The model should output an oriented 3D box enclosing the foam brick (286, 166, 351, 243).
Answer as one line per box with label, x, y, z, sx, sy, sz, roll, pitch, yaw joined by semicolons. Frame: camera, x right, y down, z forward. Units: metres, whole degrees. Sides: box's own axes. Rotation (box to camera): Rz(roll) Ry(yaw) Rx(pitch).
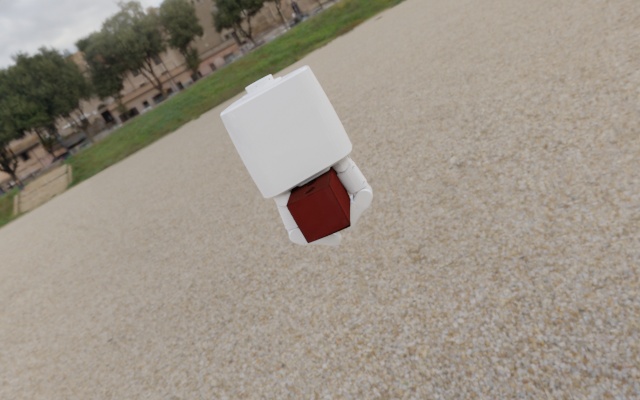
foam brick;0.000;0.002;0.529;0.053;0.051;0.078;-24;18;12
